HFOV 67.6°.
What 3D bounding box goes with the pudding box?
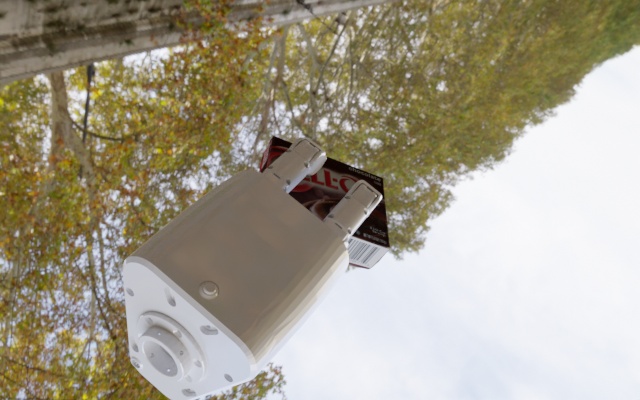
[{"bbox_3d":[0.000,0.001,0.406,0.113,0.090,0.039,21,-49,-16],"label":"pudding box"}]
